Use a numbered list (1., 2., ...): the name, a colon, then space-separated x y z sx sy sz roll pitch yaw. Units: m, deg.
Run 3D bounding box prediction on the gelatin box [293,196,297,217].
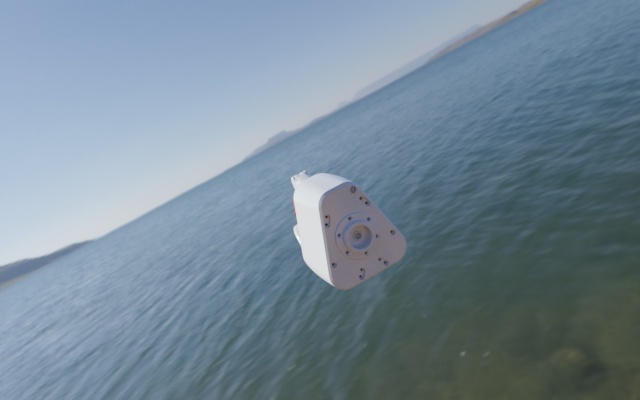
1. gelatin box: 0.000 0.002 0.679 0.073 0.030 0.089 -26 16 2
